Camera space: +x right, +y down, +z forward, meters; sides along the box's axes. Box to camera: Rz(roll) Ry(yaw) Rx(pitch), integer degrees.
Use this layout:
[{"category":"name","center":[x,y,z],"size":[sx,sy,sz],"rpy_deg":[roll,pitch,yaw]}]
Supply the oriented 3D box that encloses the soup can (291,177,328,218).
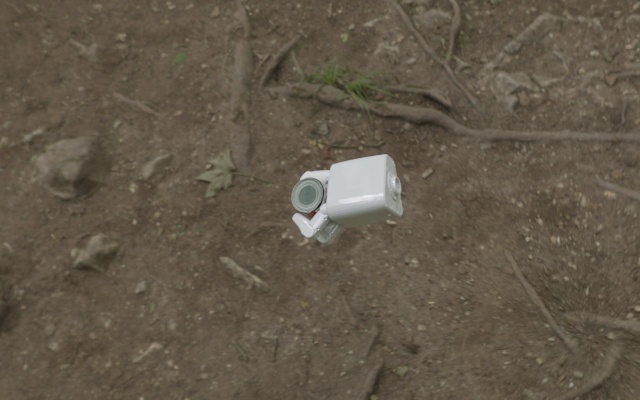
[{"category":"soup can","center":[0.000,0.003,0.877],"size":[0.068,0.068,0.102],"rpy_deg":[0,-14,29]}]
